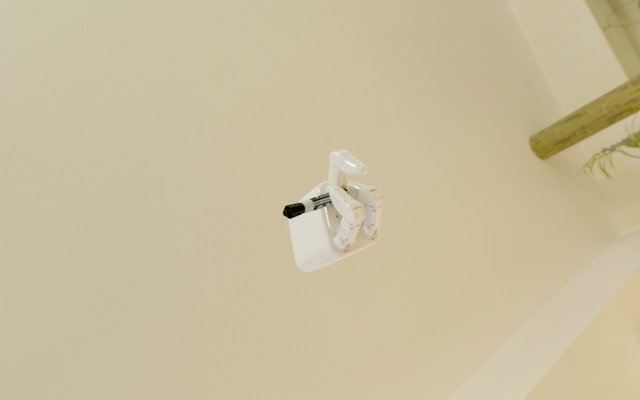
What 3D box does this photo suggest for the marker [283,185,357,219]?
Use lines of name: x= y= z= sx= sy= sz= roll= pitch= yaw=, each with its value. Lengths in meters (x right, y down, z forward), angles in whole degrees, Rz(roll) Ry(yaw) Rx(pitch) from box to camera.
marker: x=0.000 y=0.002 z=0.643 sx=0.121 sy=0.020 sz=0.020 roll=-18 pitch=11 yaw=-37
